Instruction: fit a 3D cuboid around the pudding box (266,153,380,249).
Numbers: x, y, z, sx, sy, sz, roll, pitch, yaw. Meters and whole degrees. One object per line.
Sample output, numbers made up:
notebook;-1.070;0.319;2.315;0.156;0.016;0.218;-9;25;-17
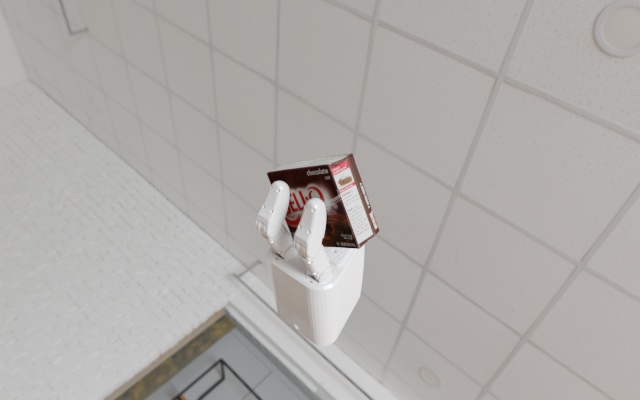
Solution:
pudding box;0.000;0.002;0.502;0.039;0.090;0.113;-32;17;-37
